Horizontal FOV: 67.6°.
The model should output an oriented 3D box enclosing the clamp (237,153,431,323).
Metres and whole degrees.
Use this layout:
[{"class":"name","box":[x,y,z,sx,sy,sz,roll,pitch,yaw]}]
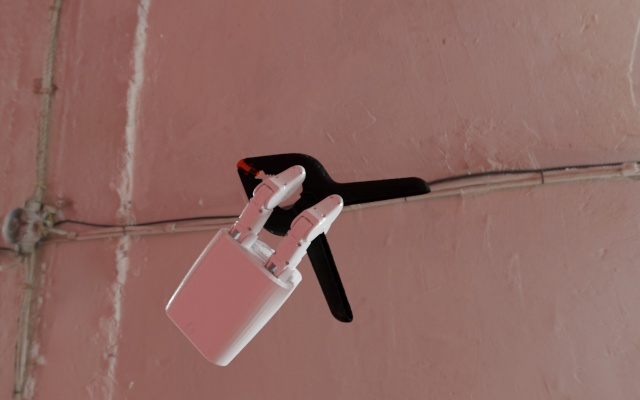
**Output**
[{"class":"clamp","box":[0.000,0.002,0.513,0.210,0.164,0.036,39,3,22]}]
